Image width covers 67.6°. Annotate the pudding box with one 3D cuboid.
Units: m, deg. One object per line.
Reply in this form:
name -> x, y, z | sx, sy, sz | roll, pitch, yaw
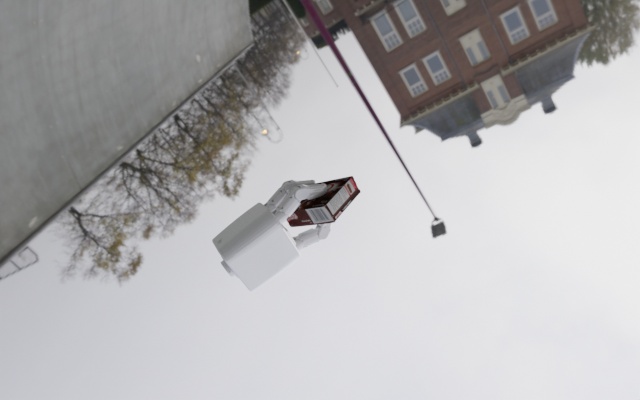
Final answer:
pudding box -> 0.000, 0.003, 0.822 | 0.113, 0.039, 0.090 | -7, 32, 45
